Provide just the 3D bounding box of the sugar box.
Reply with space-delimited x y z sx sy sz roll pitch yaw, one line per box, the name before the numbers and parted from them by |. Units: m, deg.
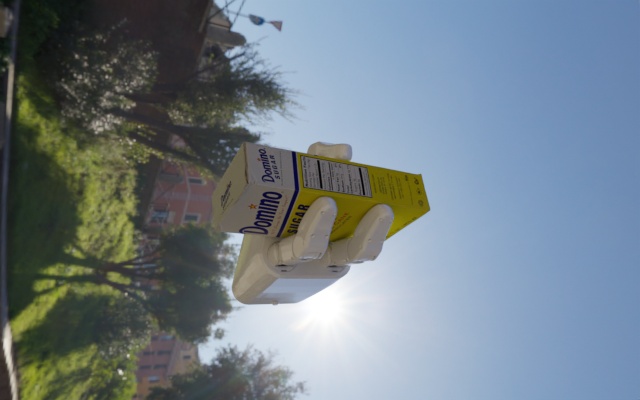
sugar box | 0.000 0.002 0.432 0.176 0.048 0.093 5 -29 -27
